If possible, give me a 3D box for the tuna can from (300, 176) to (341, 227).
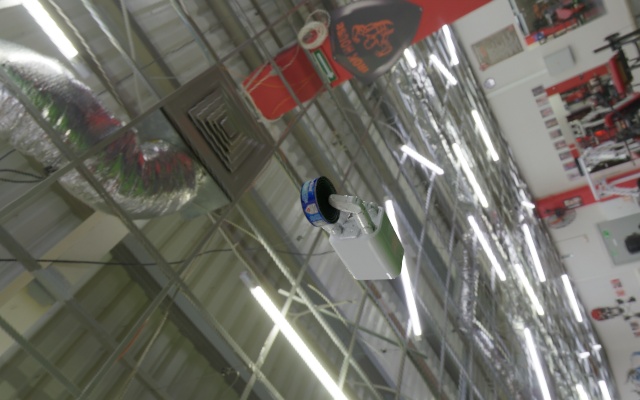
[{"bbox_3d":[0.000,0.003,0.836,0.034,0.086,0.086,-16,-7,27],"label":"tuna can"}]
